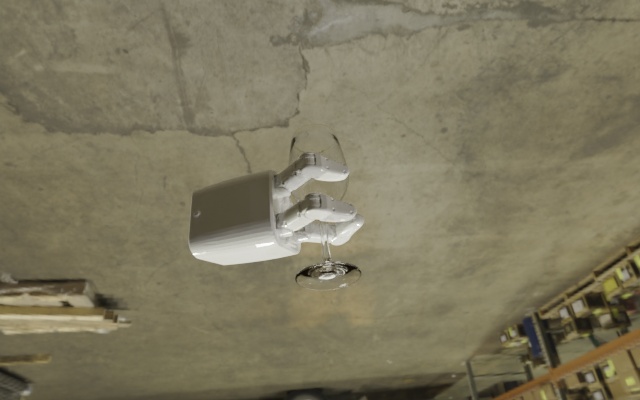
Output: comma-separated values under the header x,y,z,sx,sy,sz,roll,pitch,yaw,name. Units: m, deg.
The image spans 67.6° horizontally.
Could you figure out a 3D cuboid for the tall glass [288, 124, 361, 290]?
x,y,z,sx,sy,sz,roll,pitch,yaw,name
0.000,0.002,0.583,0.079,0.201,0.079,-4,-32,-2,tall glass
